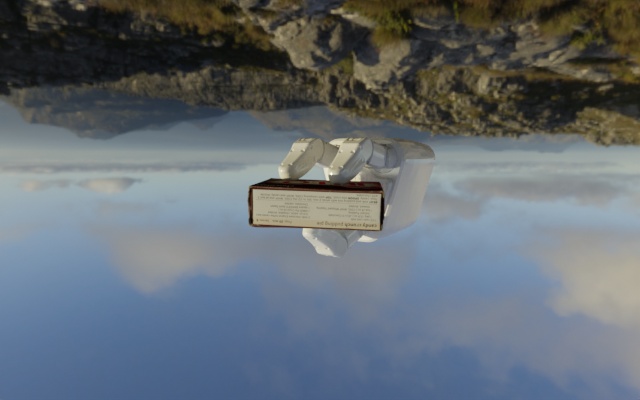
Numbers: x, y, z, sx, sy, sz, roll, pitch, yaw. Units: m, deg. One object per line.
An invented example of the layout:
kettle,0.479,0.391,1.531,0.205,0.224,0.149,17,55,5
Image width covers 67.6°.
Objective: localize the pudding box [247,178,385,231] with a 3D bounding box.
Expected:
pudding box,0.000,0.002,0.427,0.113,0.039,0.090,0,6,5
